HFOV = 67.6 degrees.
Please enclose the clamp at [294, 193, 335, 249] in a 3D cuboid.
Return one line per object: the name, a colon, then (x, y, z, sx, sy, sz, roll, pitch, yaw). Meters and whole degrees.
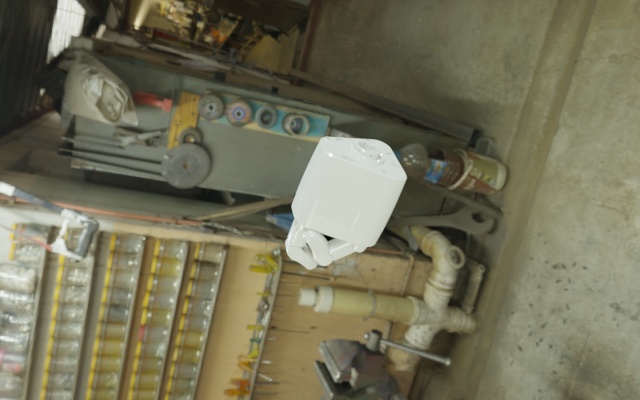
clamp: (0.000, 0.002, 0.699, 0.039, 0.120, 0.171, 10, 34, -20)
